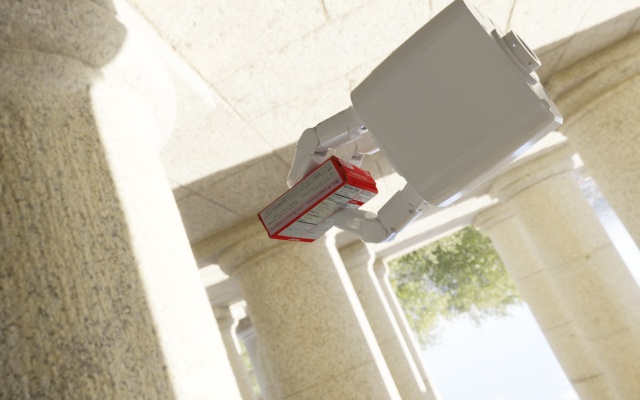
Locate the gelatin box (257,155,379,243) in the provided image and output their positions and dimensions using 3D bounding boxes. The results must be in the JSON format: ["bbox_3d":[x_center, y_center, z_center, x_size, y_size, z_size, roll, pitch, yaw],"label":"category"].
[{"bbox_3d":[0.000,0.002,0.427,0.089,0.030,0.073,-38,-22,19],"label":"gelatin box"}]
